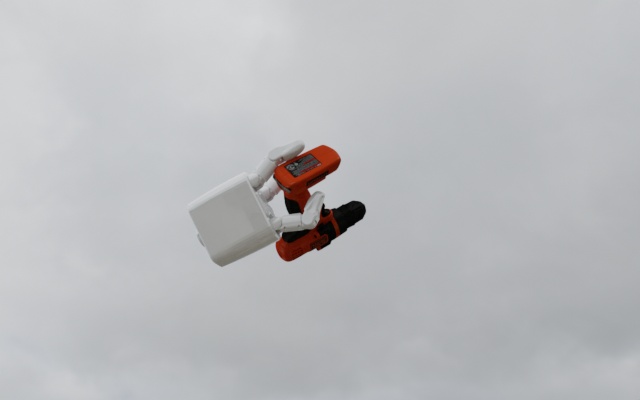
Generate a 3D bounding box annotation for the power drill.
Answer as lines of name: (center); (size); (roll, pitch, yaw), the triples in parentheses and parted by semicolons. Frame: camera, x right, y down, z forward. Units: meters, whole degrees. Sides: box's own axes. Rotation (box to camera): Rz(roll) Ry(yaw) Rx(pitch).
power drill: (0.000, 0.002, 0.802); (0.184, 0.188, 0.057); (-29, 47, -22)
